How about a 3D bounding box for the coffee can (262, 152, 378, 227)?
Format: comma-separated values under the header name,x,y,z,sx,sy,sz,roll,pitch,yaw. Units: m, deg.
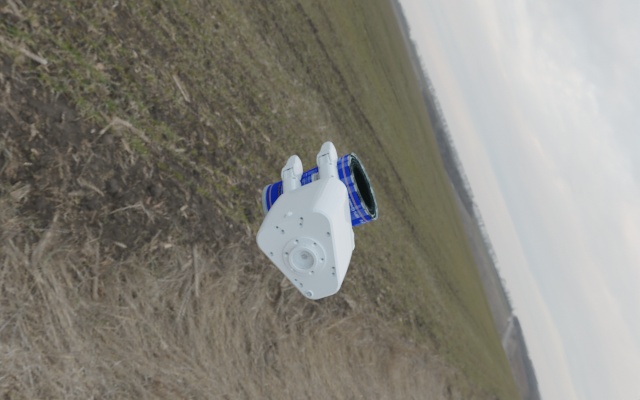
name,x,y,z,sx,sy,sz,roll,pitch,yaw
coffee can,0.000,0.002,0.698,0.140,0.103,0.103,-20,-6,17
